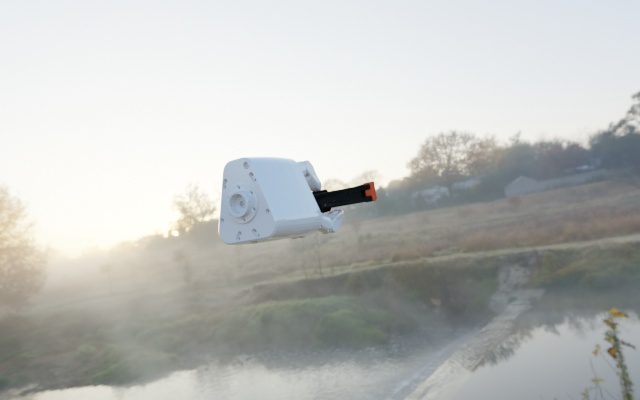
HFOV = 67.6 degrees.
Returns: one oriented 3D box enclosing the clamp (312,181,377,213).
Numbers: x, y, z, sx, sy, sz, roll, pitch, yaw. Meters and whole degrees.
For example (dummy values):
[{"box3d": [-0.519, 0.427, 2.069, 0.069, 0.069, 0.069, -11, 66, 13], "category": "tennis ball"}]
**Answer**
[{"box3d": [0.000, 0.002, 0.766, 0.210, 0.036, 0.164, -12, -1, 29], "category": "clamp"}]
